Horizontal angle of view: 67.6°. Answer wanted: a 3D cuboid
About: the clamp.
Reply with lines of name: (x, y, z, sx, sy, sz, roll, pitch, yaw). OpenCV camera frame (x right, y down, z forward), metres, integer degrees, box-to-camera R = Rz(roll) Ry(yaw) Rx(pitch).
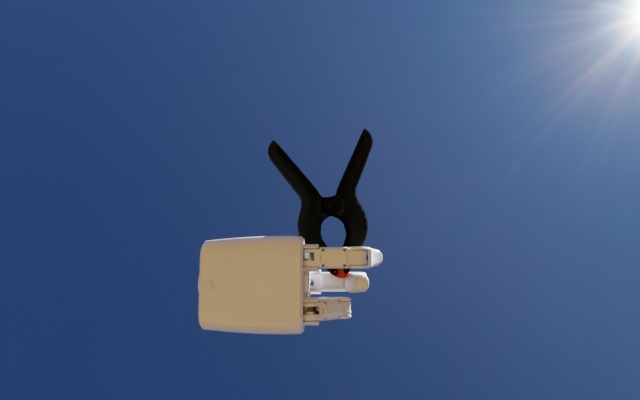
clamp: (0.000, 0.002, 0.542, 0.120, 0.171, 0.039, 0, -9, 3)
